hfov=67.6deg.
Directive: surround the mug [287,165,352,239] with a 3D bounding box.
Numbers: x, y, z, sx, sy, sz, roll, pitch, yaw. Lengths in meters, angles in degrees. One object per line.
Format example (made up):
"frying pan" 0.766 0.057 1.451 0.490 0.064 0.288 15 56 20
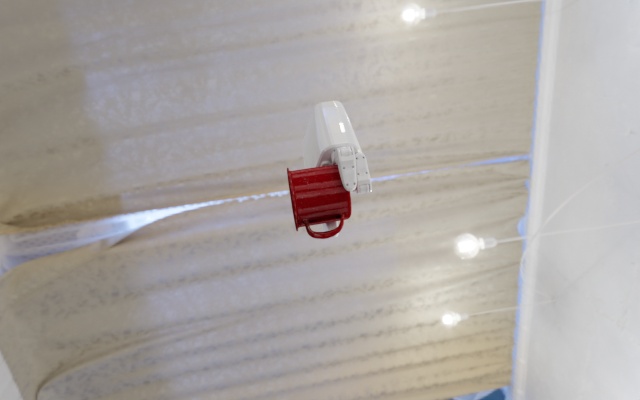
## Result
"mug" 0.001 0.003 0.684 0.081 0.117 0.093 -9 -37 -5
